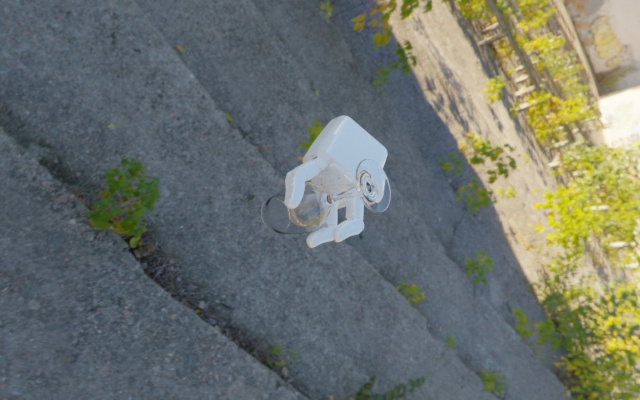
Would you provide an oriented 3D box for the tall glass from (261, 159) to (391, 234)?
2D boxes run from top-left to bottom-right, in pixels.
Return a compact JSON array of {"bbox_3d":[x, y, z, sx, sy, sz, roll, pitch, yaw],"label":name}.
[{"bbox_3d":[0.001,0.002,0.700,0.201,0.079,0.079,-17,-12,41],"label":"tall glass"}]
